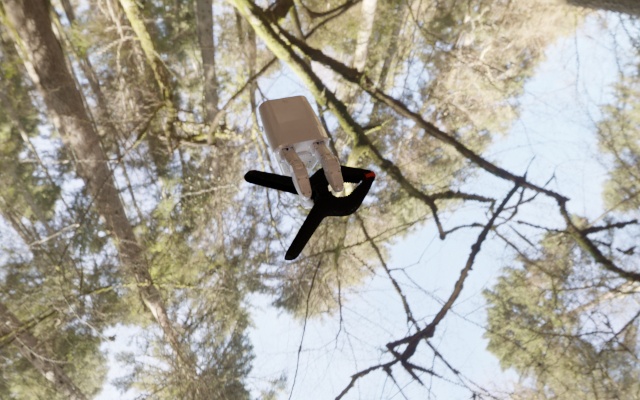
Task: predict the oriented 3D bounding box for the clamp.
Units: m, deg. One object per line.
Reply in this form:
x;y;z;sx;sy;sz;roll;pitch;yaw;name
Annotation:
0.000;0.003;0.764;0.210;0.164;0.036;-13;-26;-19;clamp
